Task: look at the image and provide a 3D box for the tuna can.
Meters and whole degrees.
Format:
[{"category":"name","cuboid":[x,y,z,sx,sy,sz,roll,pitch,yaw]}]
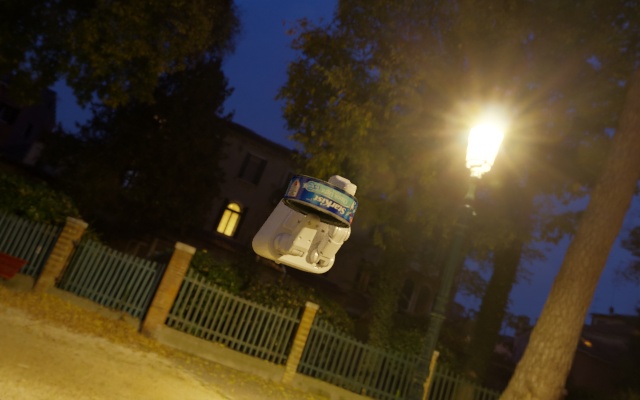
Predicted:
[{"category":"tuna can","cuboid":[0.000,0.001,0.565,0.086,0.033,0.086,21,-10,4]}]
